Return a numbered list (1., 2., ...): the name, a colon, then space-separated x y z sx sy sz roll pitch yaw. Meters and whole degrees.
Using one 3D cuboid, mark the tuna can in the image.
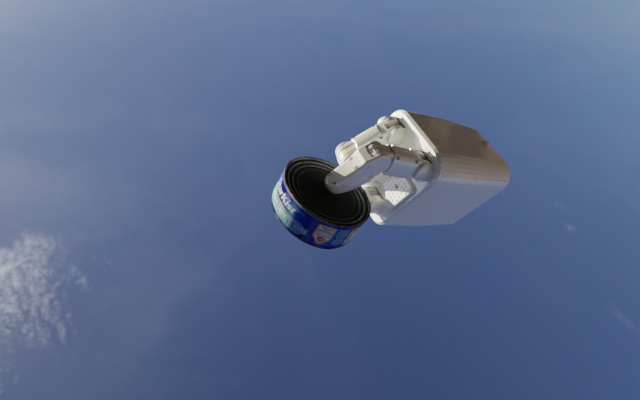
1. tuna can: 0.000 0.002 0.429 0.086 0.086 0.034 0 -43 -38
